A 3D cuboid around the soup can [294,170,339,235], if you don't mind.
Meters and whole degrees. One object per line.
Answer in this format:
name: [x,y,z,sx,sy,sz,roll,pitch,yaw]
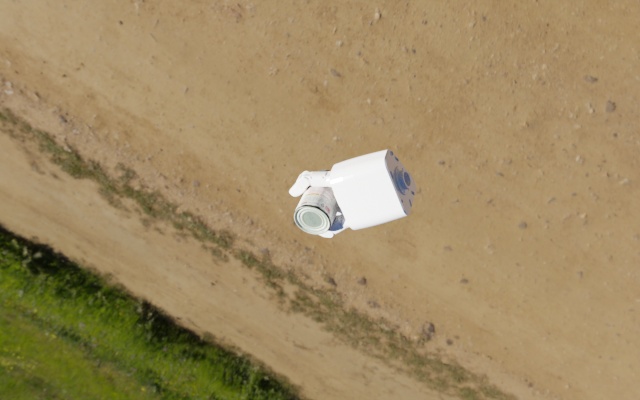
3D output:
soup can: [0.000,0.003,0.846,0.068,0.068,0.102,0,40,22]
